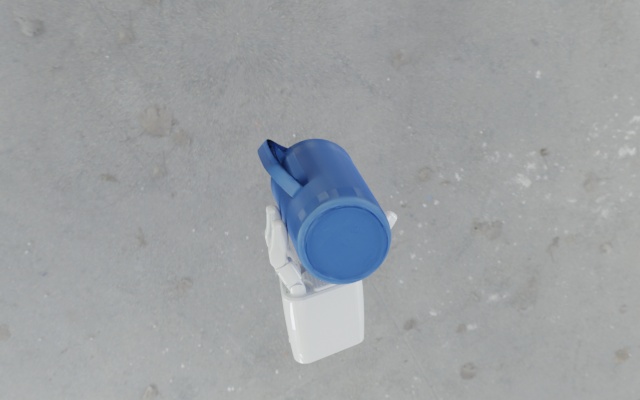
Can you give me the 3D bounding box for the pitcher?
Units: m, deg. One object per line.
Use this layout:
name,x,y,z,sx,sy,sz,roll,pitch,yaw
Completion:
pitcher,0.000,0.002,0.628,0.149,0.145,0.242,-6,20,-8
